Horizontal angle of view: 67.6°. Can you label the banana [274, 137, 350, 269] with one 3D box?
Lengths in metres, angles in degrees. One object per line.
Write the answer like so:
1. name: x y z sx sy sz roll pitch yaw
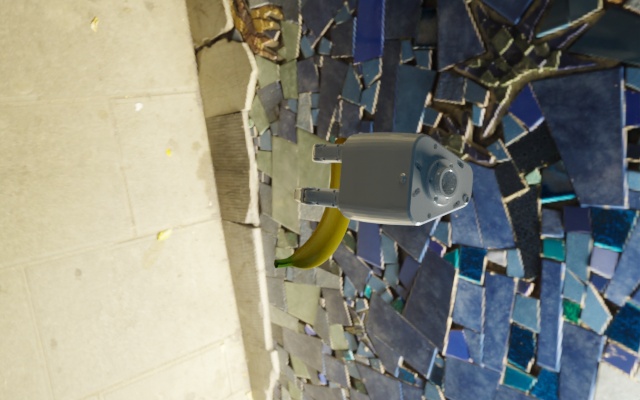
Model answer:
1. banana: 0.012 0.014 0.639 0.070 0.197 0.037 33 -14 -33
